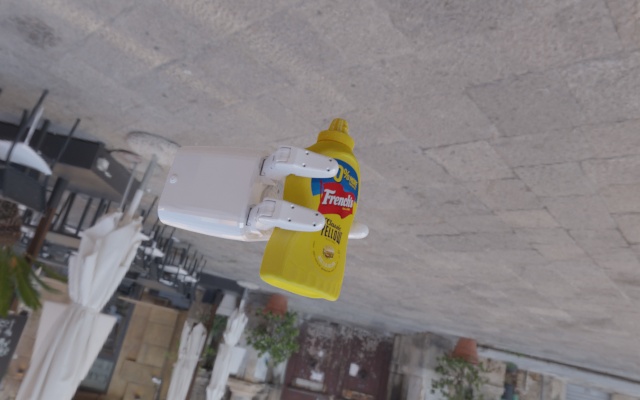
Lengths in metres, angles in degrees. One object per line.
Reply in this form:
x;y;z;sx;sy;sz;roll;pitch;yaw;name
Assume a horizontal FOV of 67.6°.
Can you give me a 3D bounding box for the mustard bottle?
0.000;0.002;0.502;0.058;0.191;0.096;-2;-23;41;mustard bottle
